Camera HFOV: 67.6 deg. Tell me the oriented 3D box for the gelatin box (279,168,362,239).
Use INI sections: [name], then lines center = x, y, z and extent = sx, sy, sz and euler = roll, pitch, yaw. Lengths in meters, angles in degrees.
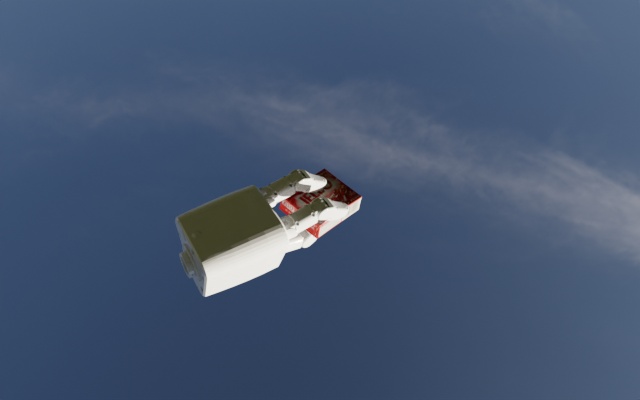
[gelatin box]
center = 0.000, 0.002, 0.651
extent = 0.073, 0.030, 0.089
euler = 39, 51, 25
